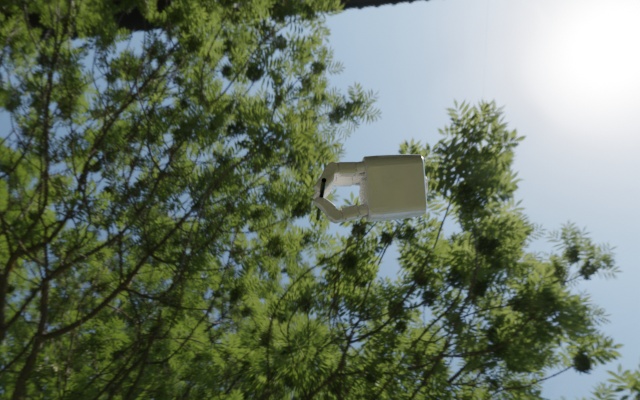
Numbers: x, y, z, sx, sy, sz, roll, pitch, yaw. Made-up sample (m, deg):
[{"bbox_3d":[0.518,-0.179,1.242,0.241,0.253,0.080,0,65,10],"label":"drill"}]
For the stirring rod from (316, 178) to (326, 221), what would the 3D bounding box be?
[{"bbox_3d":[0.000,0.003,0.884,0.011,0.011,0.240,0,-17,-3],"label":"stirring rod"}]
